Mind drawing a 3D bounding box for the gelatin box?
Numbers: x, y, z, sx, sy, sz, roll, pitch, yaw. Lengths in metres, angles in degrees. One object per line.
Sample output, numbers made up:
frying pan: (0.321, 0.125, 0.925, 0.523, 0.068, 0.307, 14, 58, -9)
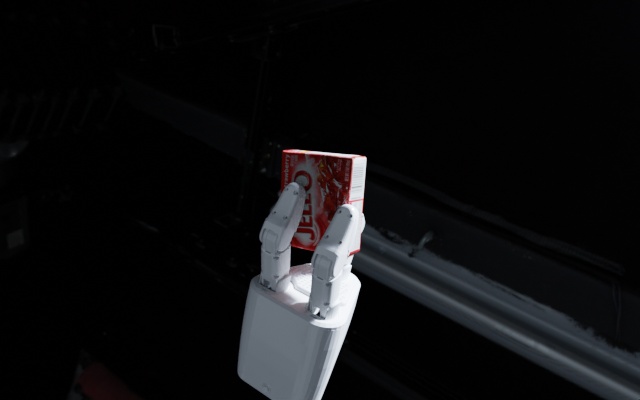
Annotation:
gelatin box: (0.000, 0.001, 0.431, 0.073, 0.089, 0.030, 9, 11, 30)
